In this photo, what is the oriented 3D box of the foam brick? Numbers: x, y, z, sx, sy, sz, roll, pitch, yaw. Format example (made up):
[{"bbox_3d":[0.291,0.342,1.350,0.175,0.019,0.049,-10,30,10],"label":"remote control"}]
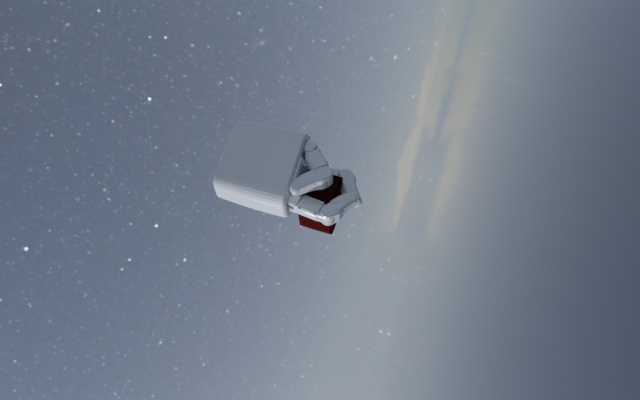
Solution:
[{"bbox_3d":[0.000,0.002,0.682,0.051,0.053,0.078,14,-33,11],"label":"foam brick"}]
